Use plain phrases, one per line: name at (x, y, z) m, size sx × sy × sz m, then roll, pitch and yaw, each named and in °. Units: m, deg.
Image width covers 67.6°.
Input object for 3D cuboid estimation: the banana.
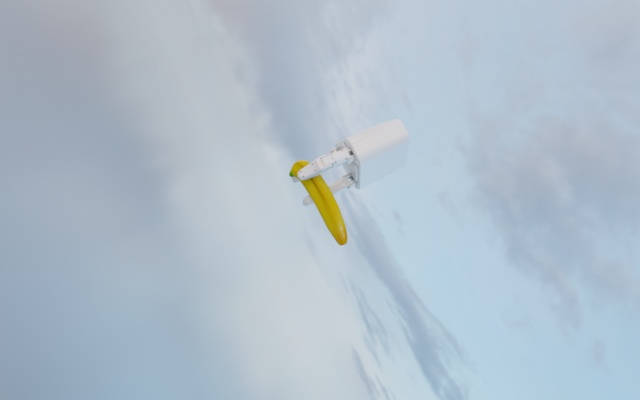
banana at (-0.004, -0.011, 0.830) m, size 0.037 × 0.197 × 0.070 m, roll -26°, pitch -36°, yaw -11°
